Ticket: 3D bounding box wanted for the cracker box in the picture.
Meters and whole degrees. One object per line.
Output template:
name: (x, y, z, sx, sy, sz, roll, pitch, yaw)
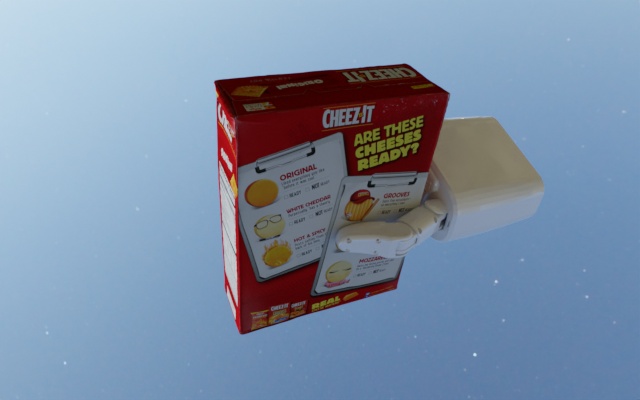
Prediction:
cracker box: (0.000, 0.002, 0.405, 0.164, 0.214, 0.072, -11, 40, -22)
